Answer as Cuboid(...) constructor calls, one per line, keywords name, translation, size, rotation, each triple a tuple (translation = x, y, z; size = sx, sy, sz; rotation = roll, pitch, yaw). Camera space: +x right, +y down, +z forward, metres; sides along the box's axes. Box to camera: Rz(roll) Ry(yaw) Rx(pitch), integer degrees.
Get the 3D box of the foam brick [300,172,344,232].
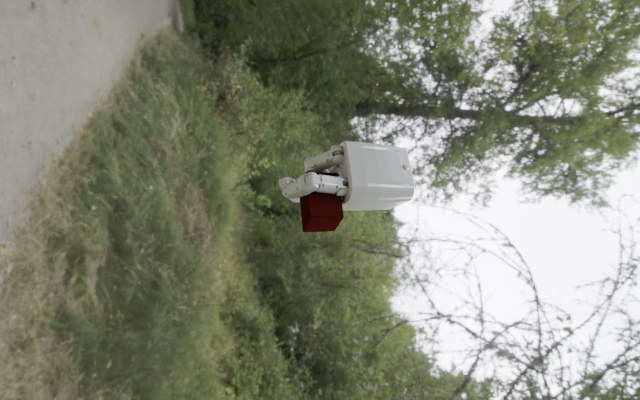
Cuboid(name="foam brick", translation=(0.000, 0.003, 0.719), size=(0.051, 0.078, 0.053), rotation=(2, -28, -16))
